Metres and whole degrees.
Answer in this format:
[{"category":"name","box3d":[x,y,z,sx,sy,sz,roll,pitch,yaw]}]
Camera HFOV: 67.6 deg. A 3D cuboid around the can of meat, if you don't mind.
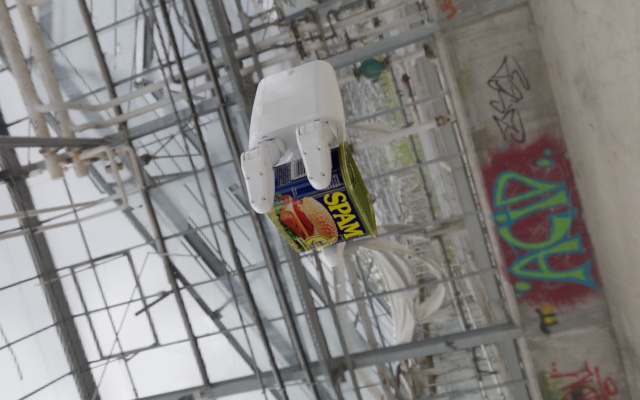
[{"category":"can of meat","box3d":[0.000,0.002,0.459,0.084,0.057,0.102,-16,-42,13]}]
